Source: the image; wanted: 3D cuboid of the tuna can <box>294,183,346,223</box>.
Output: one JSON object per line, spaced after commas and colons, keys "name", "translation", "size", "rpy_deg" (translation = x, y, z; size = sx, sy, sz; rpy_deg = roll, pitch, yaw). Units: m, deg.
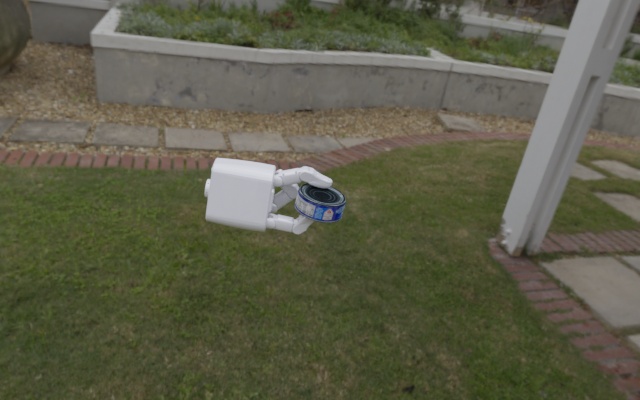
{"name": "tuna can", "translation": [0.000, 0.002, 0.823], "size": [0.086, 0.034, 0.086], "rpy_deg": [12, 25, -6]}
